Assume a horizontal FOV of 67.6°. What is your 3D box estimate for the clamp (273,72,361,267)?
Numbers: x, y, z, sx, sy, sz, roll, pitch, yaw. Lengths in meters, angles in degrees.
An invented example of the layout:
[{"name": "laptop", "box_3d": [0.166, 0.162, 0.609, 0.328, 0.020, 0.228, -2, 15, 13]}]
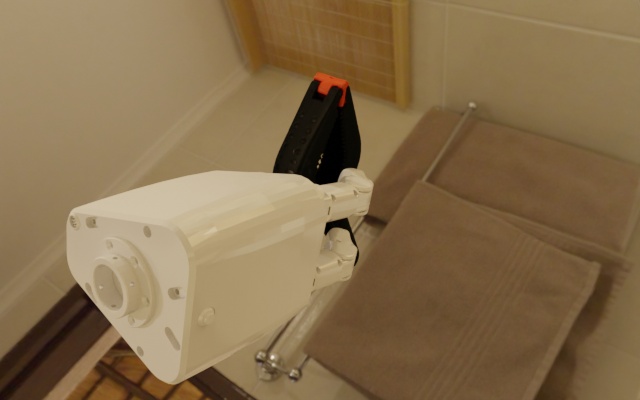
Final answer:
[{"name": "clamp", "box_3d": [-0.001, 0.001, 0.401, 0.036, 0.210, 0.164, 25, 25, 28]}]
